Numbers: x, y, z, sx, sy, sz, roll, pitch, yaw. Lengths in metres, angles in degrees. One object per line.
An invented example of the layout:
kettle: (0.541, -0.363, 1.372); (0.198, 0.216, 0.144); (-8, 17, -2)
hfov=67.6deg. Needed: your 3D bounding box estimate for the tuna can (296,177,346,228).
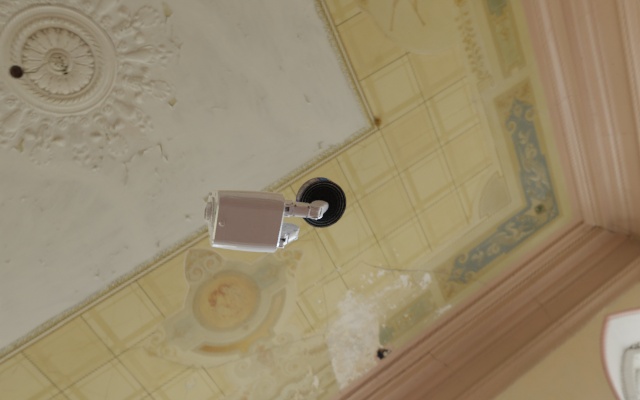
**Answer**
tuna can: (0.000, 0.003, 0.843); (0.086, 0.086, 0.033); (0, 15, -17)
